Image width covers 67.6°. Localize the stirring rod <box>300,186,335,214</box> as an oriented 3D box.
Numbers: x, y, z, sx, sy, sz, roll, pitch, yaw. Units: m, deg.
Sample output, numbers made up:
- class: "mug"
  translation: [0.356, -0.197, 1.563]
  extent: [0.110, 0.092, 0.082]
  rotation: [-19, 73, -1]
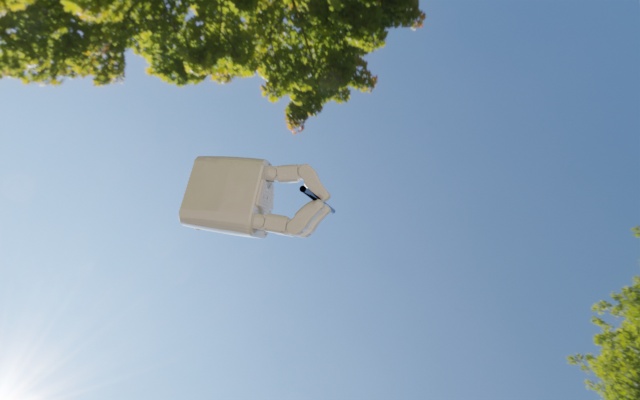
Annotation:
- class: "stirring rod"
  translation: [0.000, 0.002, 0.671]
  extent: [0.011, 0.011, 0.239]
  rotation: [0, -7, 10]
